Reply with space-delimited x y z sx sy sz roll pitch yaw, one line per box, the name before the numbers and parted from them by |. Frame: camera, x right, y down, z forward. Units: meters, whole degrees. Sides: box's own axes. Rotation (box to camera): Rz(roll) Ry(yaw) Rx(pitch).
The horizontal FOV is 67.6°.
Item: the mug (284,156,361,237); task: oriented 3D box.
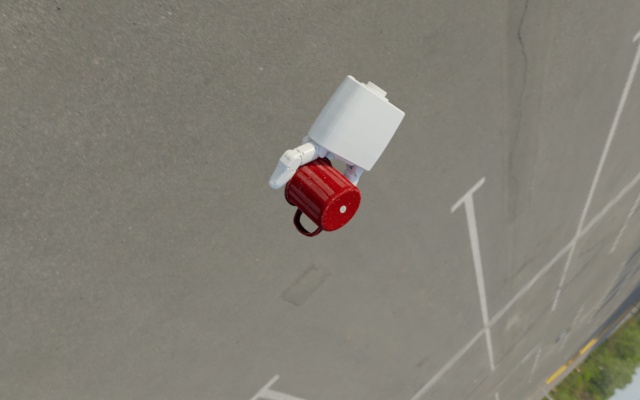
mug | -0.001 0.004 0.721 0.081 0.117 0.093 42 16 33
